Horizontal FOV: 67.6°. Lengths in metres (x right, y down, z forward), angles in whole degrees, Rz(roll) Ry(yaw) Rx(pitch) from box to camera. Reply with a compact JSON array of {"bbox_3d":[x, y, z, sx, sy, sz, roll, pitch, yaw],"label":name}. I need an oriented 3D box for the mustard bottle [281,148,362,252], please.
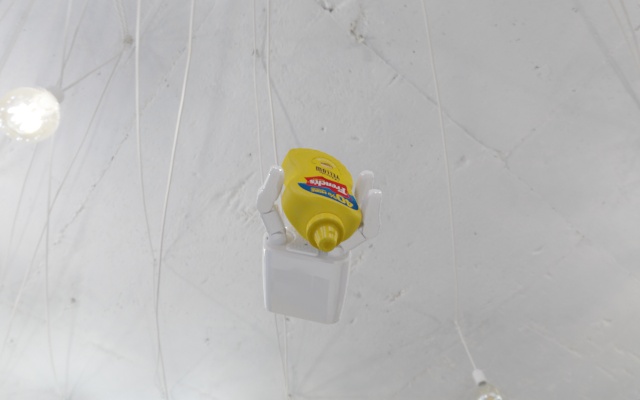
[{"bbox_3d":[0.000,0.001,0.572,0.096,0.058,0.191,23,24,-16],"label":"mustard bottle"}]
